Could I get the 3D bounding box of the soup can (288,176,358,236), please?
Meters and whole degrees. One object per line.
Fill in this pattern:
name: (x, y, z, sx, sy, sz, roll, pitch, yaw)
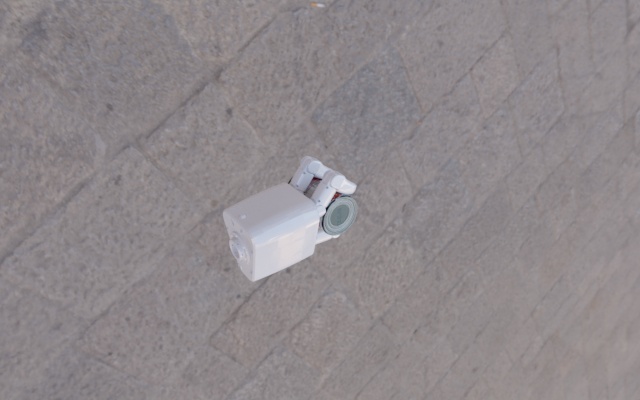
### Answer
soup can: (0.001, 0.002, 0.739, 0.068, 0.068, 0.102, 0, 24, -41)
